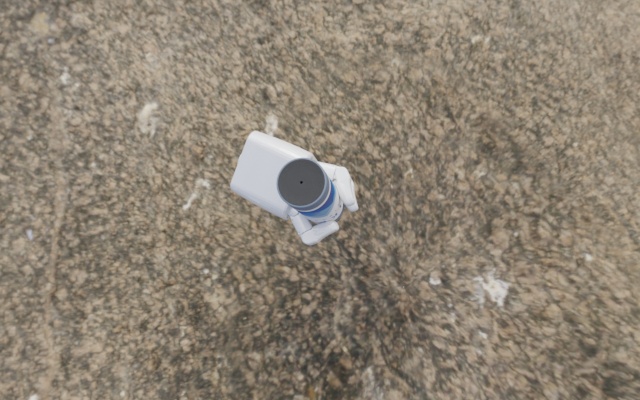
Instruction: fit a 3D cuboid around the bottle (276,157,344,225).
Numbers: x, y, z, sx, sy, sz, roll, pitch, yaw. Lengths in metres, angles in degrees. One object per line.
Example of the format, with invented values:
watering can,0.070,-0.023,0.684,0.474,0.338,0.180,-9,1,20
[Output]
bottle,0.000,0.002,0.754,0.069,0.069,0.296,0,-10,10
